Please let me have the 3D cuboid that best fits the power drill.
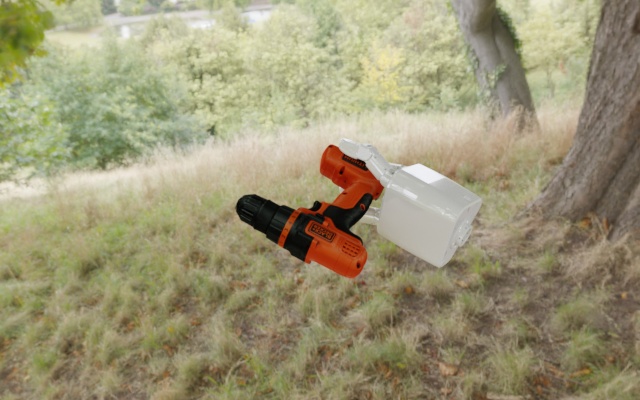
[{"bbox_3d":[0.001,0.002,0.663,0.184,0.187,0.057,28,-41,5],"label":"power drill"}]
